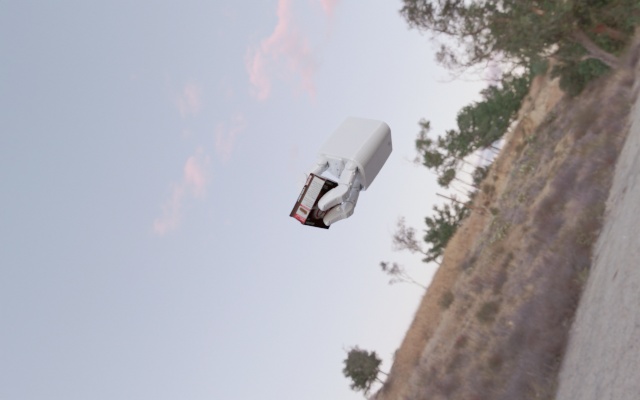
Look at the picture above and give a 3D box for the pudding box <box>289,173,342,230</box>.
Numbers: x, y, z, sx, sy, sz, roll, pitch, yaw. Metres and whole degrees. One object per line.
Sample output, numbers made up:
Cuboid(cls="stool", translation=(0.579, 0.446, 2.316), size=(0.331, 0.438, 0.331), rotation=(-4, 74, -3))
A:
Cuboid(cls="pudding box", translation=(0.000, 0.003, 0.864), size=(0.039, 0.090, 0.113), rotation=(28, 5, 27))
